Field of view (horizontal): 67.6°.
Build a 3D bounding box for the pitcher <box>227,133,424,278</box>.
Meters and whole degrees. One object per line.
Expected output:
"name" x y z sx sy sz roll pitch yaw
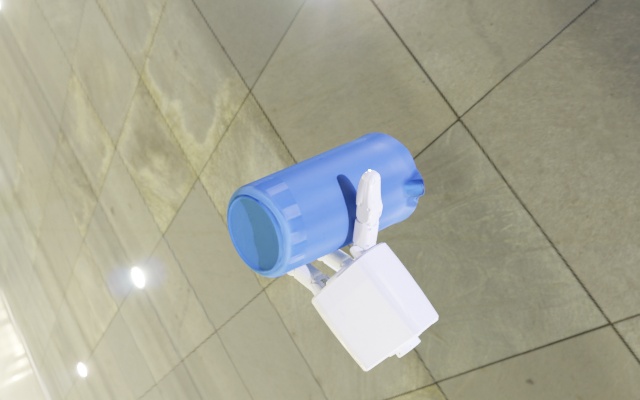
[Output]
"pitcher" 0.000 0.002 0.607 0.243 0.145 0.149 -23 -21 -43
